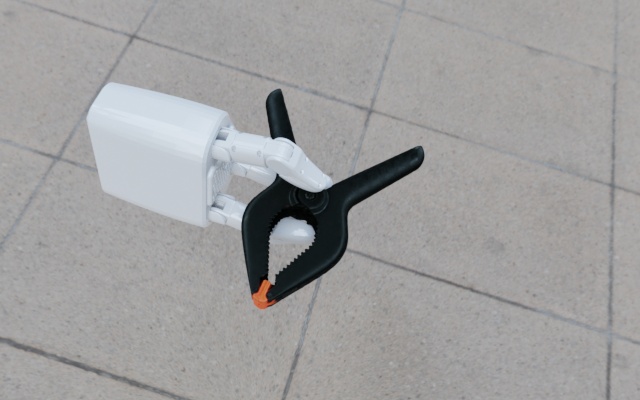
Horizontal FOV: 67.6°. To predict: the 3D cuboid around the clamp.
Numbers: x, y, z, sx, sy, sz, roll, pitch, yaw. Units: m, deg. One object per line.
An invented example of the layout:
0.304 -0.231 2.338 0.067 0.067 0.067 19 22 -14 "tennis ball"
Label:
0.000 0.001 0.430 0.164 0.210 0.036 16 -26 3 "clamp"
